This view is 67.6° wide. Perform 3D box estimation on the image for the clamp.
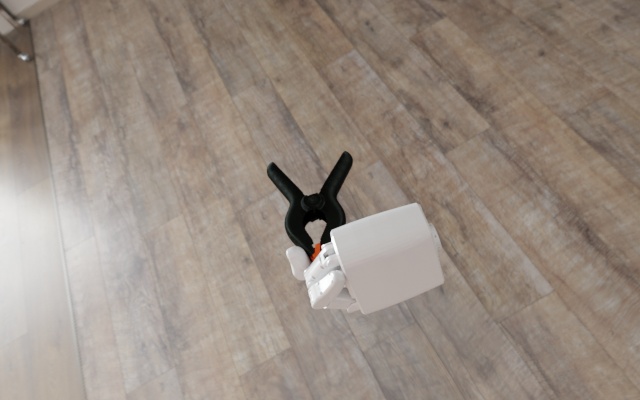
[{"bbox_3d":[0.000,0.002,0.628,0.120,0.171,0.039,-19,-33,3],"label":"clamp"}]
